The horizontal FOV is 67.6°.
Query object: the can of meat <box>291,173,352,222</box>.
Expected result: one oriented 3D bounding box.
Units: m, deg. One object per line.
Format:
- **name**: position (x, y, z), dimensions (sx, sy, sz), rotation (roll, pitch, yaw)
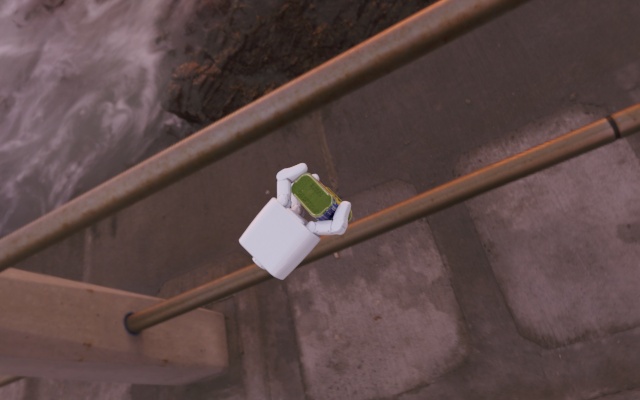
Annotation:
- **can of meat**: position (0.000, 0.003, 0.897), dimensions (0.102, 0.057, 0.084), rotation (46, 4, 34)
